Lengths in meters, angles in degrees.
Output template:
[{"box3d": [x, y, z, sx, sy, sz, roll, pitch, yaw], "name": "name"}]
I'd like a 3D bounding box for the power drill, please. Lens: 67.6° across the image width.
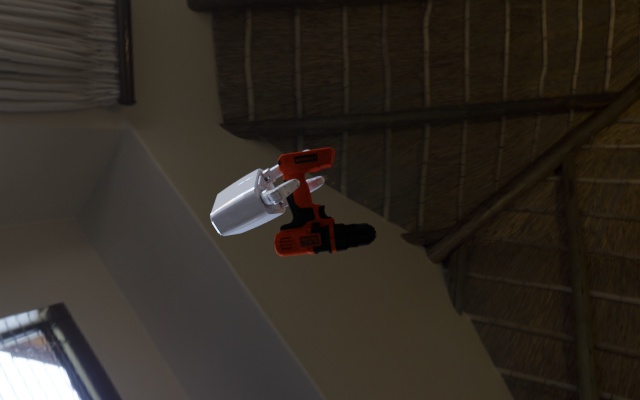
[{"box3d": [0.000, 0.002, 0.864, 0.184, 0.187, 0.057, -7, -7, 2], "name": "power drill"}]
